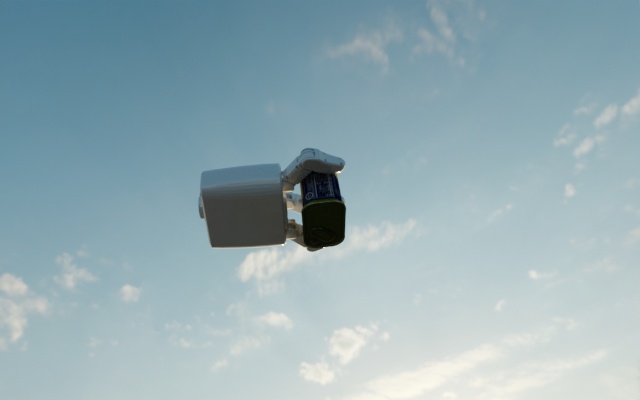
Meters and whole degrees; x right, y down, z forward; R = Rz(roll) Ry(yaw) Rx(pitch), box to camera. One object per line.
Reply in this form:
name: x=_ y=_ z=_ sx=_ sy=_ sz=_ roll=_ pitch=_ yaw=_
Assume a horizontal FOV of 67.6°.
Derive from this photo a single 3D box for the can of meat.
can of meat: x=0.000 y=0.002 z=0.653 sx=0.057 sy=0.083 sz=0.102 roll=-6 pitch=-39 yaw=-3
